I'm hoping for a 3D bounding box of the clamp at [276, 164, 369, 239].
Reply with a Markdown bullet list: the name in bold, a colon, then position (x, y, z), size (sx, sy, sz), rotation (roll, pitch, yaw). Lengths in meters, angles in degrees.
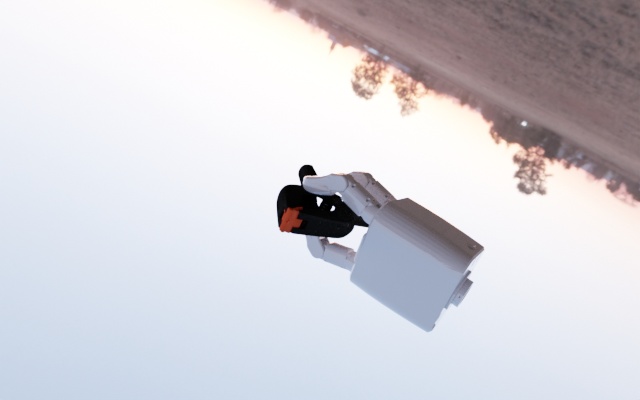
- **clamp**: position (0.000, 0.003, 0.578), size (0.164, 0.036, 0.210), rotation (31, 19, 23)
